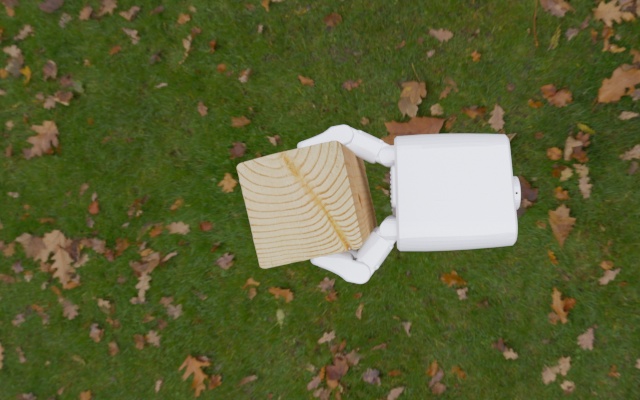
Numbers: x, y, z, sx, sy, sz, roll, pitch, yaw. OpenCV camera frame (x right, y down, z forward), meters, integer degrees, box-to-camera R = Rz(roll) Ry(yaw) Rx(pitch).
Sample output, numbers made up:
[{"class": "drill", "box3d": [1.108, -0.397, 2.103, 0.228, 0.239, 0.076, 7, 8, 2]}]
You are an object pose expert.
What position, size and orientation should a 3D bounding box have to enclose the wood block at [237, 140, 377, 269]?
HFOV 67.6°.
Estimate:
[{"class": "wood block", "box3d": [0.000, 0.001, 0.483, 0.090, 0.091, 0.206, -13, -1, 10]}]
